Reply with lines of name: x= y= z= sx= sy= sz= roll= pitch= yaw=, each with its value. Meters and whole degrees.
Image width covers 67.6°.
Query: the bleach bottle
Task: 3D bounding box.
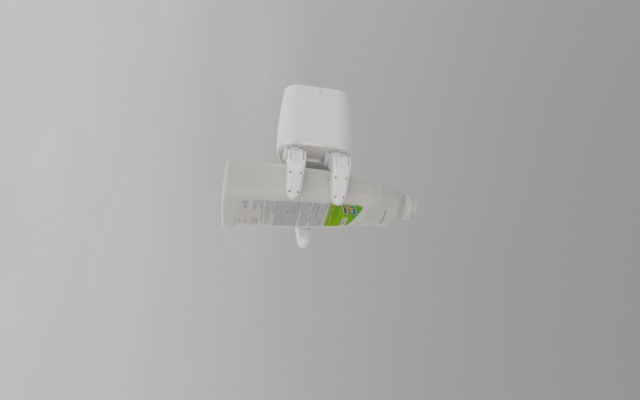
bleach bottle: x=0.000 y=0.002 z=0.629 sx=0.251 sy=0.068 sz=0.103 roll=6 pitch=-30 yaw=-8
